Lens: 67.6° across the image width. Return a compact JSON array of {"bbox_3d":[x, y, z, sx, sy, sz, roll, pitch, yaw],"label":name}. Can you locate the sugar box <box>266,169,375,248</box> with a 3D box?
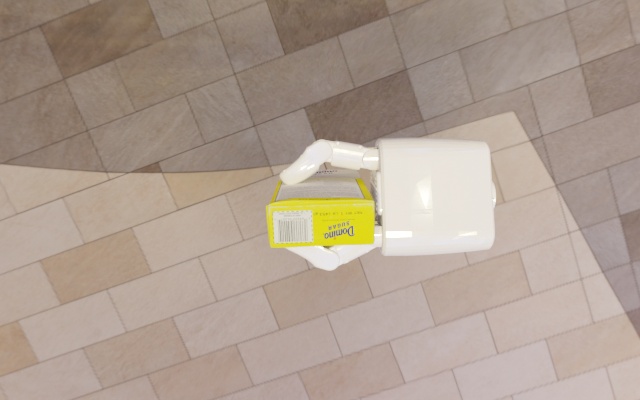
[{"bbox_3d":[0.000,0.002,0.489,0.093,0.048,0.176,-1,10,1],"label":"sugar box"}]
